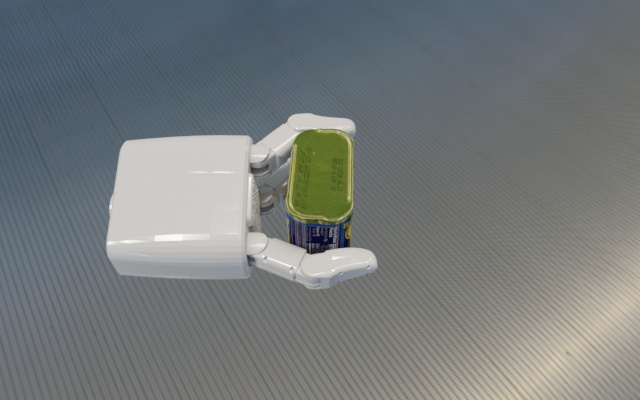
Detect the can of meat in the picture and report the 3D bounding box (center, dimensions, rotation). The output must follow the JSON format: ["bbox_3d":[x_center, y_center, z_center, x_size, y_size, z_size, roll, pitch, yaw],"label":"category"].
[{"bbox_3d":[0.000,0.001,0.406,0.057,0.102,0.084,2,-37,1],"label":"can of meat"}]
